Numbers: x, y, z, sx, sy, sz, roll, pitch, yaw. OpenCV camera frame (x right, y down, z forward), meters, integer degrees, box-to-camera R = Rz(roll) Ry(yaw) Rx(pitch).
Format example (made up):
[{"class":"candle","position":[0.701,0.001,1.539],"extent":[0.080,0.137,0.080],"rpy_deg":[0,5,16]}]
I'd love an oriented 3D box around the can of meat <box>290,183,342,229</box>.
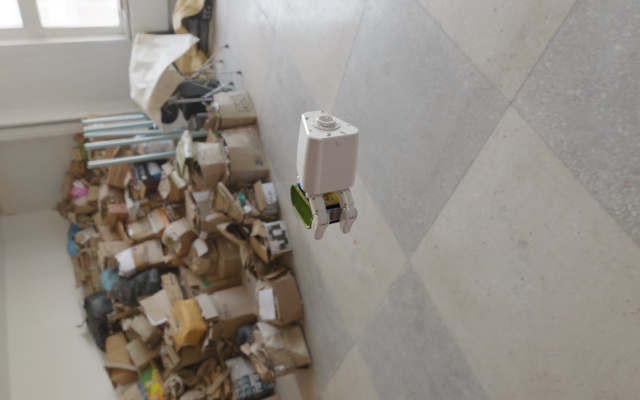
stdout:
[{"class":"can of meat","position":[0.000,0.003,0.887],"extent":[0.084,0.057,0.102],"rpy_deg":[-12,40,-24]}]
